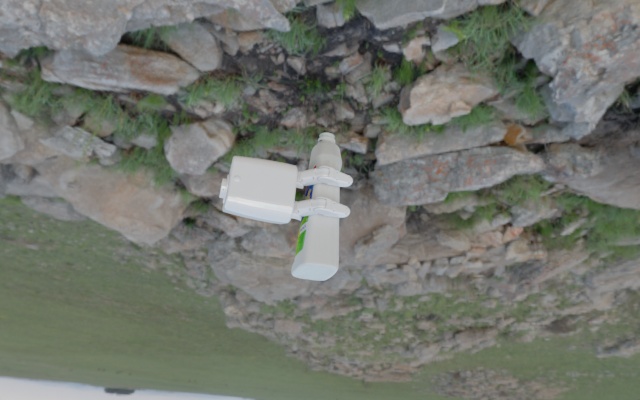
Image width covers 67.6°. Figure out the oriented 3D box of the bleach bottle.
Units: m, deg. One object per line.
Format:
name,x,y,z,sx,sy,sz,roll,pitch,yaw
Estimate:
bleach bottle,0.000,0.003,0.818,0.068,0.250,0.103,10,-24,-12
